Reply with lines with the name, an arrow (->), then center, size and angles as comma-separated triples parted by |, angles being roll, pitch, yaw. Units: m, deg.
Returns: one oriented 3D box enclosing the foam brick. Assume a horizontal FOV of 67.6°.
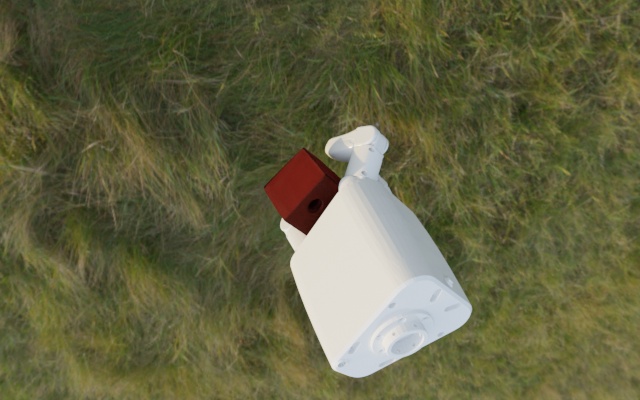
foam brick -> 0.000, 0.001, 0.424 | 0.078, 0.053, 0.051 | 36, 12, -40
